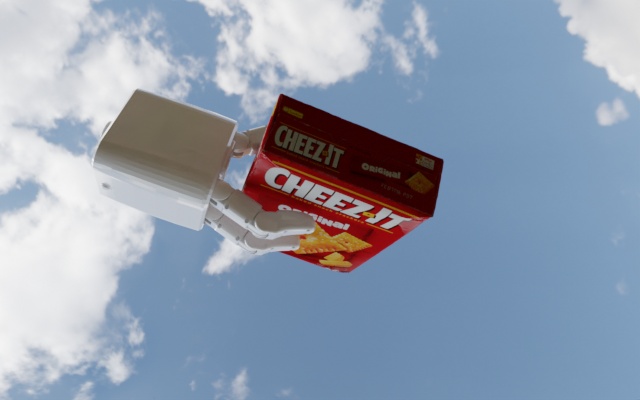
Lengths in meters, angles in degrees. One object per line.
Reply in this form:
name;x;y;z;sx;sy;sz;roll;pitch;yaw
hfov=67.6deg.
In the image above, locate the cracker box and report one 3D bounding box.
cracker box;0.000;0.002;0.504;0.164;0.072;0.214;20;-27;-10
